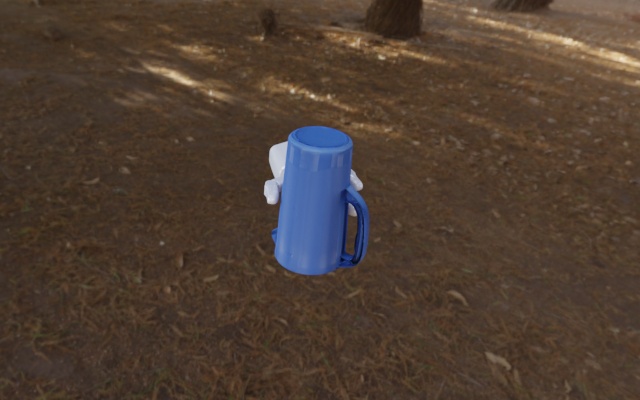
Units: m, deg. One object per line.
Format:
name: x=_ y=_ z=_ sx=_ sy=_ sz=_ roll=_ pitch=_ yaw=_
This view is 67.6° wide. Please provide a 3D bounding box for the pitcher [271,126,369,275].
pitcher: x=0.000 y=0.003 z=0.837 sx=0.149 sy=0.243 sz=0.145 roll=-4 pitch=31 yaw=-16
